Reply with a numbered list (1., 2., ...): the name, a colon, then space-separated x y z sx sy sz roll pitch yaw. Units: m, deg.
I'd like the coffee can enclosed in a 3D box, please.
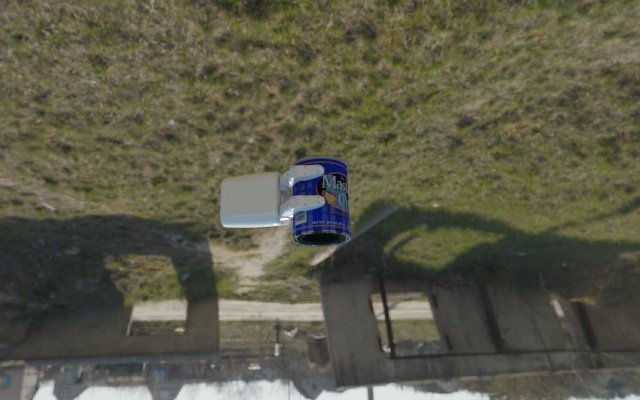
1. coffee can: 0.000 0.003 0.855 0.103 0.140 0.103 -1 -19 0
